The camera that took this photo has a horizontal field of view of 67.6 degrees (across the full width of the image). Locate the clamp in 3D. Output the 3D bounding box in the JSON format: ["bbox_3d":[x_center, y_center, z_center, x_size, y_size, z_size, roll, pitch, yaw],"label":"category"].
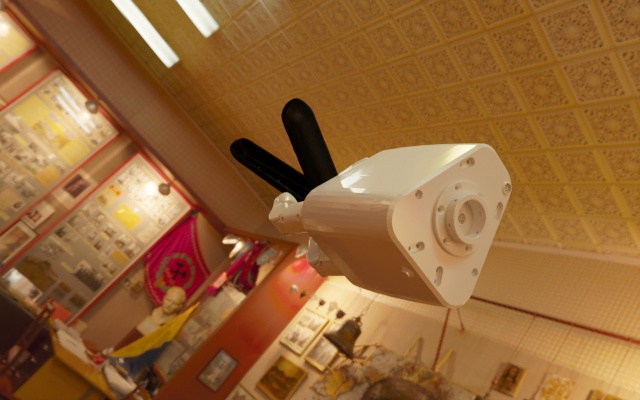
[{"bbox_3d":[0.001,0.001,0.463,0.036,0.210,0.164,-47,22,-21],"label":"clamp"}]
